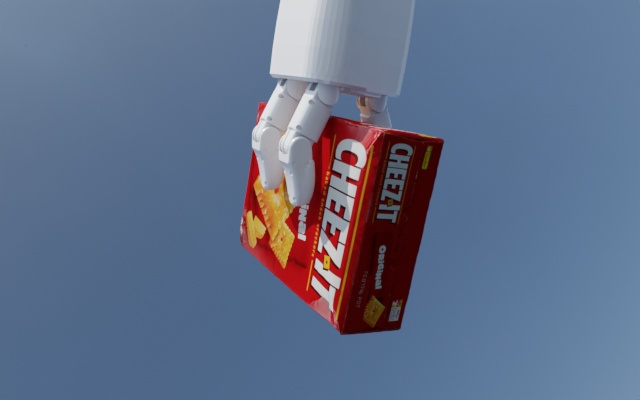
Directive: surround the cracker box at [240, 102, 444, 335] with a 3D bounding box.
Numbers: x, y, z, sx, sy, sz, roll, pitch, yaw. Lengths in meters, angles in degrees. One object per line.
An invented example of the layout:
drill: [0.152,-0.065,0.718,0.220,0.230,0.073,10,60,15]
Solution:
cracker box: [0.000,0.001,0.452,0.072,0.164,0.213,3,14,-32]
